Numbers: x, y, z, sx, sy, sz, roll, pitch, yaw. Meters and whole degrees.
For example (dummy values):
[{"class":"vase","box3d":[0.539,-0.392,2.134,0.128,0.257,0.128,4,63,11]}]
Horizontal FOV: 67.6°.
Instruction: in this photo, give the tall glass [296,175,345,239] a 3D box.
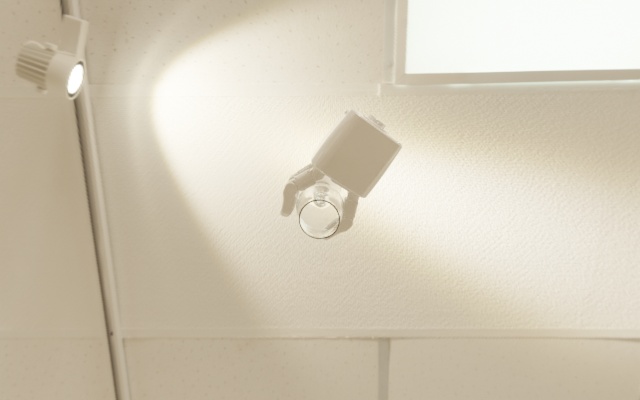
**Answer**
[{"class":"tall glass","box3d":[0.000,0.003,0.801,0.079,0.079,0.201,0,15,1]}]
